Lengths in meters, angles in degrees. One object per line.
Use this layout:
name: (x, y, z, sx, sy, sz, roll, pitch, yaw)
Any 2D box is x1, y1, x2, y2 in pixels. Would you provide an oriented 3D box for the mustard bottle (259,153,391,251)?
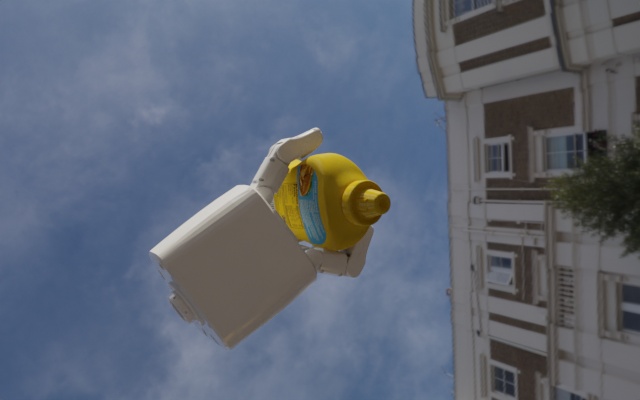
mustard bottle: (0.000, 0.001, 0.481, 0.058, 0.096, 0.191, -11, 7, -32)
